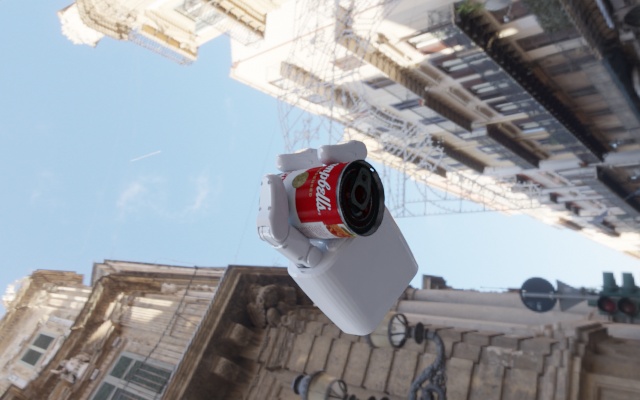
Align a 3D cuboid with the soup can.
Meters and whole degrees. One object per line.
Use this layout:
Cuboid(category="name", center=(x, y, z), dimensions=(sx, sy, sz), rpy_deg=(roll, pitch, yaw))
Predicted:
Cuboid(category="soup can", center=(0.000, 0.001, 0.449), dimensions=(0.102, 0.068, 0.068), rpy_deg=(-6, -4, 42))
